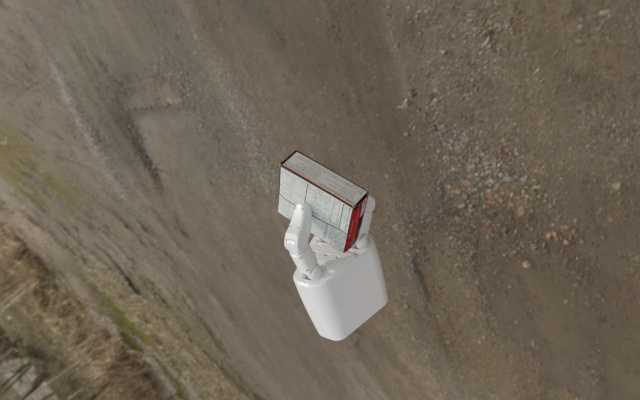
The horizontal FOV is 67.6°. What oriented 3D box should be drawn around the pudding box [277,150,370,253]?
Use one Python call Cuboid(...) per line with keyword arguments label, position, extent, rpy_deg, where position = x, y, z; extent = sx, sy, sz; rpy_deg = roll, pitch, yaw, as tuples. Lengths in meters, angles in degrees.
Cuboid(label="pudding box", position=(0.000, 0.002, 0.594), extent=(0.113, 0.090, 0.039), rpy_deg=(30, 50, 18))
